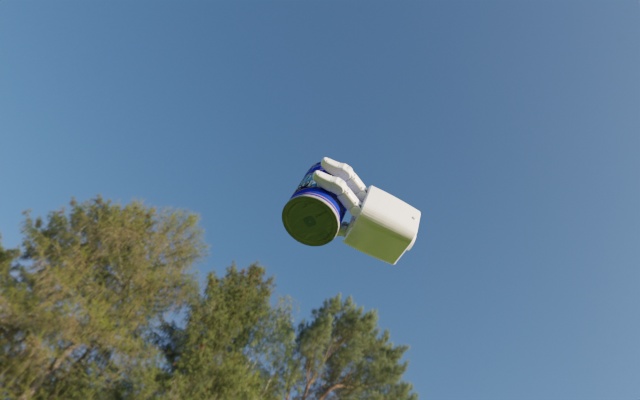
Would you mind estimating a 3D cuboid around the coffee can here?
[{"bbox_3d":[0.000,0.003,0.877,0.103,0.103,0.140,0,30,18],"label":"coffee can"}]
